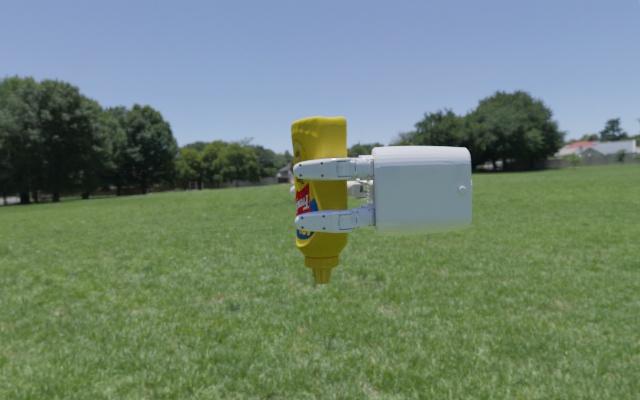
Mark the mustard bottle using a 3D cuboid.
[{"bbox_3d":[0.000,0.002,0.559,0.058,0.191,0.096,-3,4,-22],"label":"mustard bottle"}]
